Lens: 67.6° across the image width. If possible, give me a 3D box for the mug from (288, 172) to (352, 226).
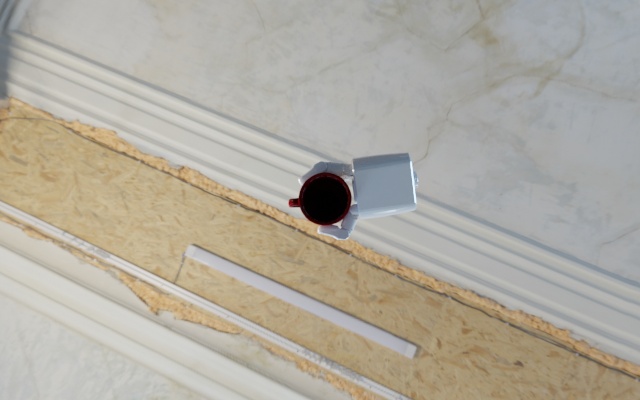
[{"bbox_3d":[-0.001,0.003,0.866,0.117,0.093,0.081,-7,-7,6],"label":"mug"}]
